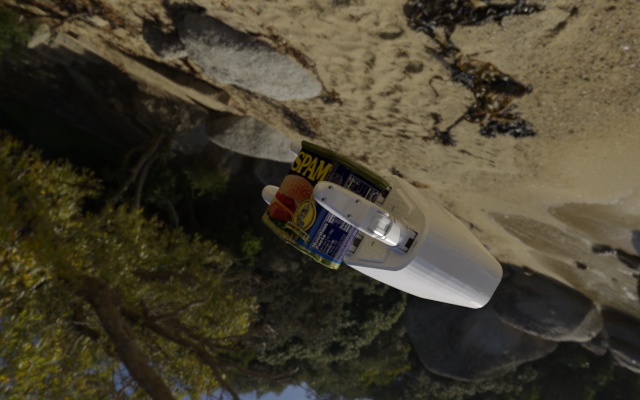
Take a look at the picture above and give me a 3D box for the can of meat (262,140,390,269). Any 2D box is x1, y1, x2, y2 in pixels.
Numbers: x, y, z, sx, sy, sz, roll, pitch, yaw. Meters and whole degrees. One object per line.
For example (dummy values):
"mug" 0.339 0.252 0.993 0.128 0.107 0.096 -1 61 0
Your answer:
"can of meat" 0.000 0.002 0.418 0.057 0.084 0.102 29 1 -29
